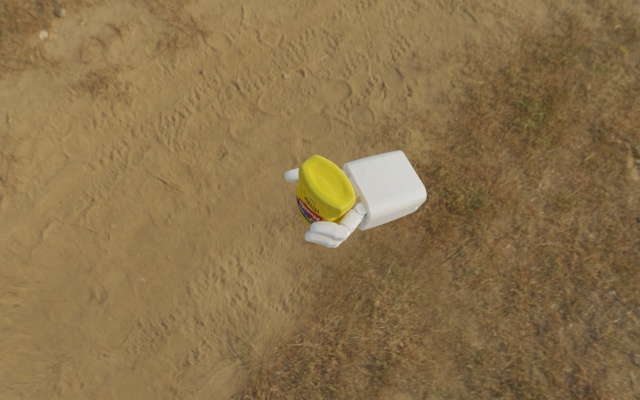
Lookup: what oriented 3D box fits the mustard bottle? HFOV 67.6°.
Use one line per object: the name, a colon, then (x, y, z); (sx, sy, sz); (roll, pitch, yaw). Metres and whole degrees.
mustard bottle: (0.000, 0.003, 0.782); (0.058, 0.096, 0.192); (-42, -9, -18)
